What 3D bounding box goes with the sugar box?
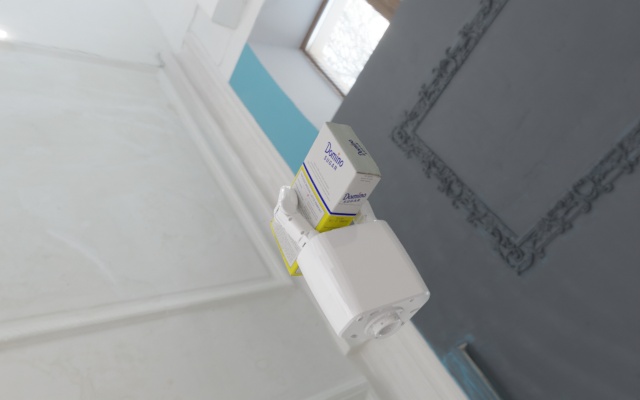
[{"bbox_3d":[0.001,0.002,0.587,0.048,0.093,0.176,6,-48,-36],"label":"sugar box"}]
